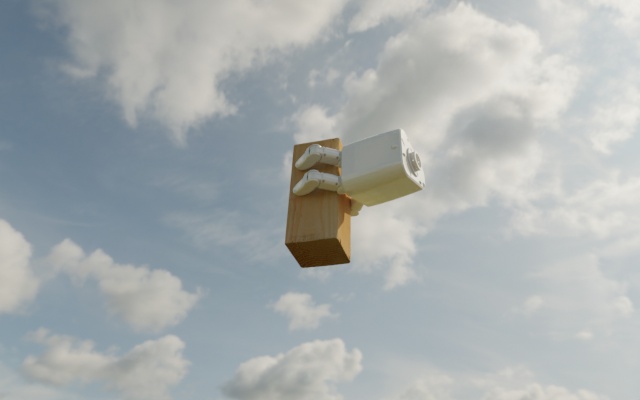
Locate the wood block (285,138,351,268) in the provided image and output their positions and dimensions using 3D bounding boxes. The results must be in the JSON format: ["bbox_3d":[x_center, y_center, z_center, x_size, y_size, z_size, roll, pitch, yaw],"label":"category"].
[{"bbox_3d":[0.001,0.003,0.833,0.090,0.206,0.091,-8,-36,15],"label":"wood block"}]
